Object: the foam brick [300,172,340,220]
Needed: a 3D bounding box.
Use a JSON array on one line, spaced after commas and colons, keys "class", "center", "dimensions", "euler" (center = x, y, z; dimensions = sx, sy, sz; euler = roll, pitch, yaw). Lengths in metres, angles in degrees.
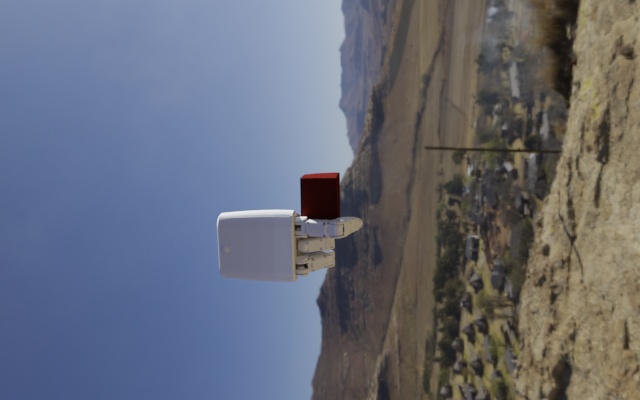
[{"class": "foam brick", "center": [0.000, 0.002, 0.668], "dimensions": [0.051, 0.078, 0.053], "euler": [0, 10, 7]}]
